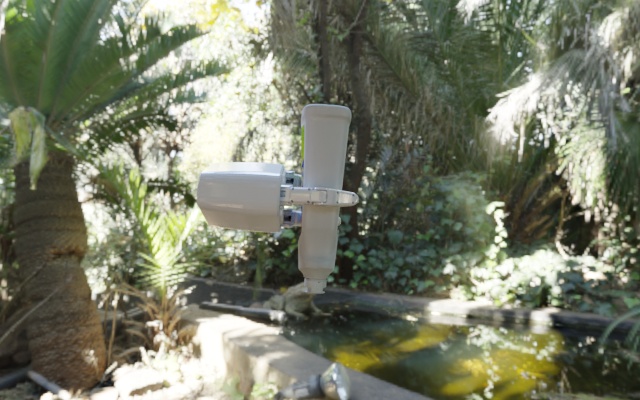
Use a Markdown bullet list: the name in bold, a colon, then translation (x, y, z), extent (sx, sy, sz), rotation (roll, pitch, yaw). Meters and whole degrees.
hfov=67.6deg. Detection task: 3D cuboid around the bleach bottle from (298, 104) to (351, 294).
- **bleach bottle**: translation (0.000, 0.002, 0.663), extent (0.068, 0.251, 0.102), rotation (4, -4, -3)
